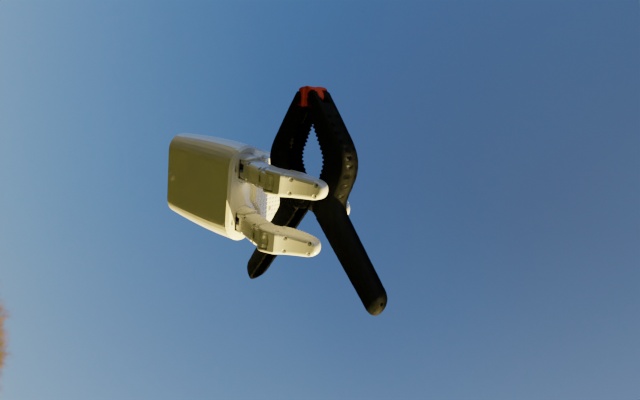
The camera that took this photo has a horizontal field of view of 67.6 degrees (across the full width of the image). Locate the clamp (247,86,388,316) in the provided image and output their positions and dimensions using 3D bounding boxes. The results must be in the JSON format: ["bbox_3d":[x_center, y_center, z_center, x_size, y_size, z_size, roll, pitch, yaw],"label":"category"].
[{"bbox_3d":[0.000,0.001,0.453,0.164,0.210,0.036,16,18,32],"label":"clamp"}]
